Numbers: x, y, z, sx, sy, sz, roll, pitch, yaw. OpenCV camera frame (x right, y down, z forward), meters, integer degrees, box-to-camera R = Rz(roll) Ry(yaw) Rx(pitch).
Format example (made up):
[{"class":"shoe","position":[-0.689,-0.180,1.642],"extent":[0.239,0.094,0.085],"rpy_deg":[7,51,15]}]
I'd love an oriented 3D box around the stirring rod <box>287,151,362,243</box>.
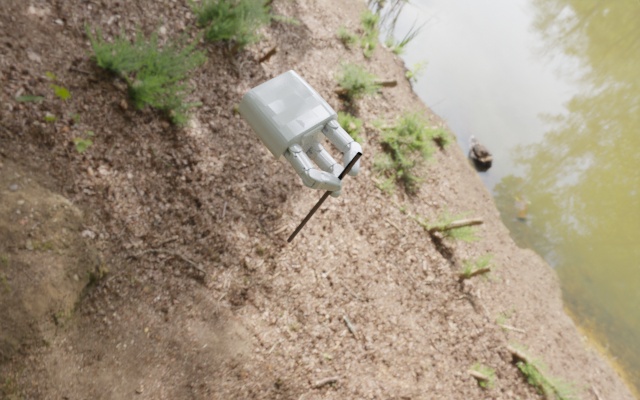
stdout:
[{"class":"stirring rod","position":[0.000,0.002,0.749],"extent":[0.011,0.011,0.240],"rpy_deg":[0,-34,-34]}]
